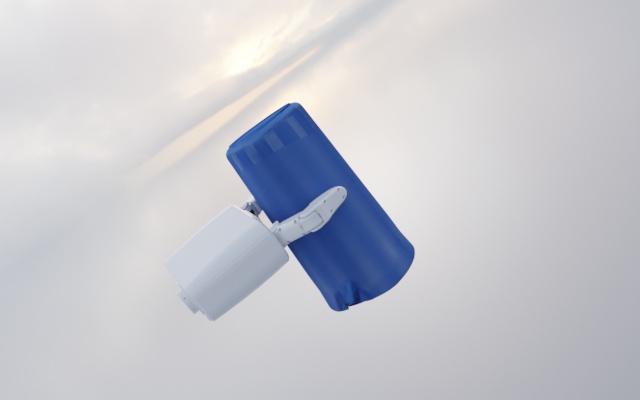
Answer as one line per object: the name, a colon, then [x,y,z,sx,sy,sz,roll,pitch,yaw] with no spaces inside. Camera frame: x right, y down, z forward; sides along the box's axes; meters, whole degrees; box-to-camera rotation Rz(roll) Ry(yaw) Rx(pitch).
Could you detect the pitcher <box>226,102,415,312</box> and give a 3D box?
pitcher: [0.000,0.002,0.593,0.145,0.243,0.149,-41,15,-17]
